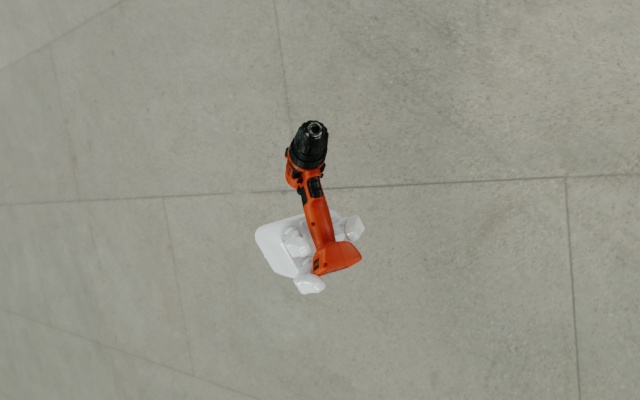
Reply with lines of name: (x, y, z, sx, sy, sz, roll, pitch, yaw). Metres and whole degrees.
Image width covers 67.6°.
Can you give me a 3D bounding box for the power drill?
power drill: (0.000, 0.003, 0.646, 0.057, 0.187, 0.184, -13, -13, -10)
